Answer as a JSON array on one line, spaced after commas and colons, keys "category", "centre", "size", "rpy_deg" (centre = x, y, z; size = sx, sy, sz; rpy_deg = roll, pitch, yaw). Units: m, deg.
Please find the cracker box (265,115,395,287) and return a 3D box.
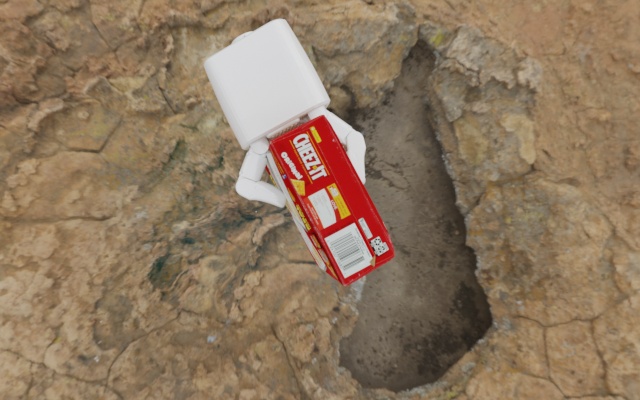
[{"category": "cracker box", "centre": [0.000, 0.002, 0.573], "size": [0.072, 0.164, 0.213], "rpy_deg": [-28, 2, -7]}]
